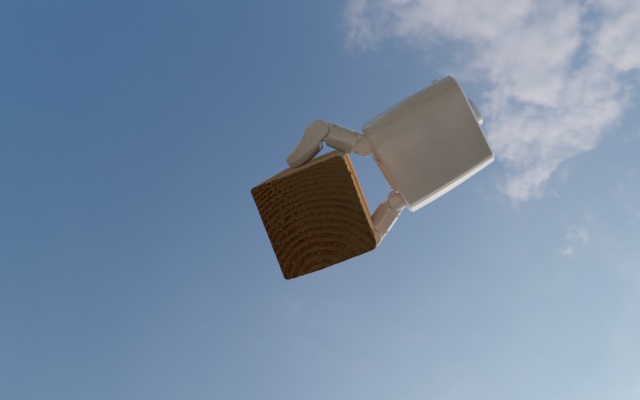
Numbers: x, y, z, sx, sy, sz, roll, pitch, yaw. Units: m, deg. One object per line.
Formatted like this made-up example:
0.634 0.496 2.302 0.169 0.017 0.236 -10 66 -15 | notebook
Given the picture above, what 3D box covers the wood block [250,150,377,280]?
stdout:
0.001 0.002 0.516 0.090 0.091 0.206 -21 6 7 | wood block
